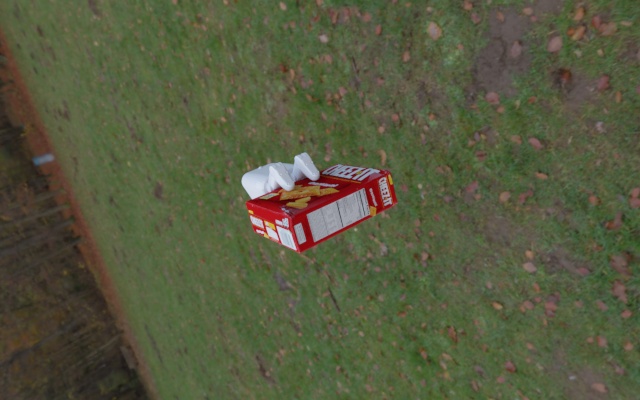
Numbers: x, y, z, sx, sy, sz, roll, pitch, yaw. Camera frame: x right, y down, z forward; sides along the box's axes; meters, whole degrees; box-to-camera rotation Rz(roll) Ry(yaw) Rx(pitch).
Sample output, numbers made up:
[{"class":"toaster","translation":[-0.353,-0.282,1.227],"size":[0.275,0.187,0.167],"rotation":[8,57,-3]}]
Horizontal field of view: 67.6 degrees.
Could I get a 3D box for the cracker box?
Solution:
[{"class":"cracker box","translation":[0.000,0.003,0.845],"size":[0.213,0.072,0.164],"rotation":[-25,22,-28]}]
